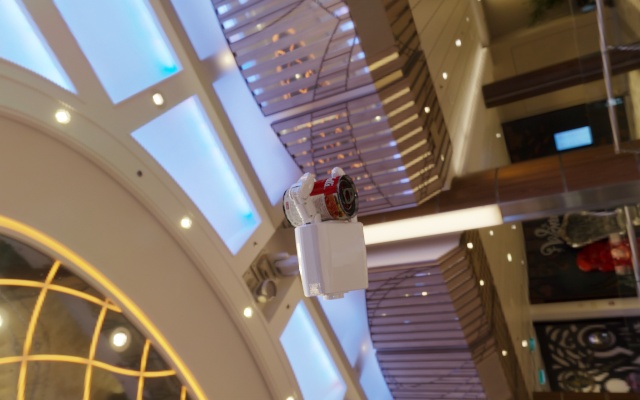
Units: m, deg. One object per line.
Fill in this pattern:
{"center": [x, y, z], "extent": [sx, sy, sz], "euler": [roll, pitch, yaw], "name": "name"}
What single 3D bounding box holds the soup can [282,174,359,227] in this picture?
{"center": [0.000, 0.002, 0.750], "extent": [0.102, 0.068, 0.068], "euler": [-12, -6, 28], "name": "soup can"}
